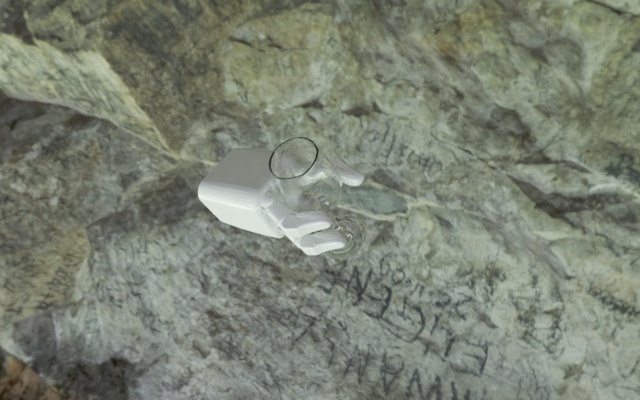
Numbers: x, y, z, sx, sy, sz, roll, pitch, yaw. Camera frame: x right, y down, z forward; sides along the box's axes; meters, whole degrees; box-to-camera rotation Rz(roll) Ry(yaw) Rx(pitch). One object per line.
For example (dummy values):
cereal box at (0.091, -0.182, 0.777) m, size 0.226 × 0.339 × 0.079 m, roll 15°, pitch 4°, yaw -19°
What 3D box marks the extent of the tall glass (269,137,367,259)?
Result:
tall glass at (0.000, 0.002, 0.634) m, size 0.079 × 0.079 × 0.201 m, roll 0°, pitch -31°, yaw 22°
